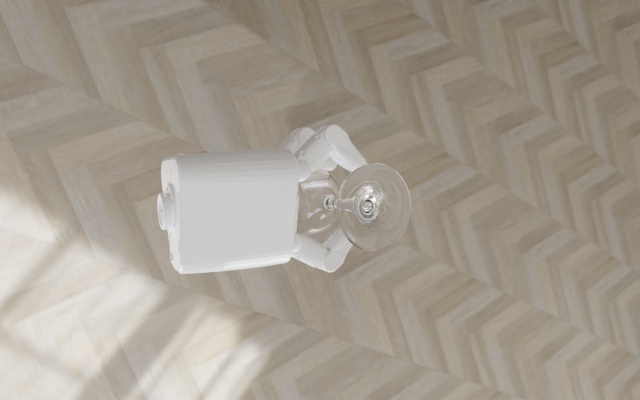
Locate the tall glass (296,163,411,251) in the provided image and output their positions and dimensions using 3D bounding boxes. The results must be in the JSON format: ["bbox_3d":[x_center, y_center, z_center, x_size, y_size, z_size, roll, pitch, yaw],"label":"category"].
[{"bbox_3d":[0.001,0.002,0.488,0.079,0.079,0.201,0,2,-27],"label":"tall glass"}]
